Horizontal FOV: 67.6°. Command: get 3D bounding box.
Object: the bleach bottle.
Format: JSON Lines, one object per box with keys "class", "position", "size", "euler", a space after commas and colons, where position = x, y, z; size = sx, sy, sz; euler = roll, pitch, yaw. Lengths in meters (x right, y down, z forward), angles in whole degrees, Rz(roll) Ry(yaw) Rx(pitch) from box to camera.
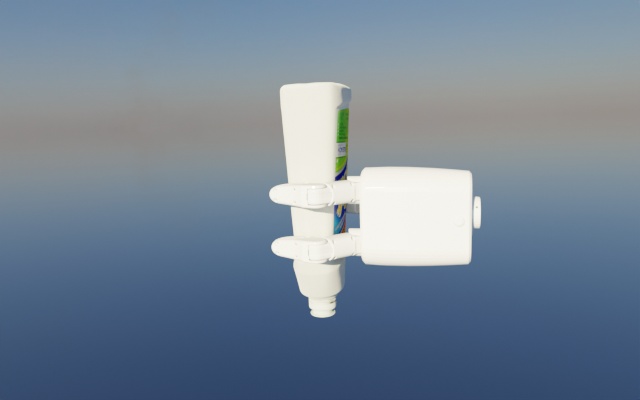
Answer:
{"class": "bleach bottle", "position": [0.000, 0.002, 0.528], "size": [0.068, 0.251, 0.102], "euler": [0, 10, 14]}
